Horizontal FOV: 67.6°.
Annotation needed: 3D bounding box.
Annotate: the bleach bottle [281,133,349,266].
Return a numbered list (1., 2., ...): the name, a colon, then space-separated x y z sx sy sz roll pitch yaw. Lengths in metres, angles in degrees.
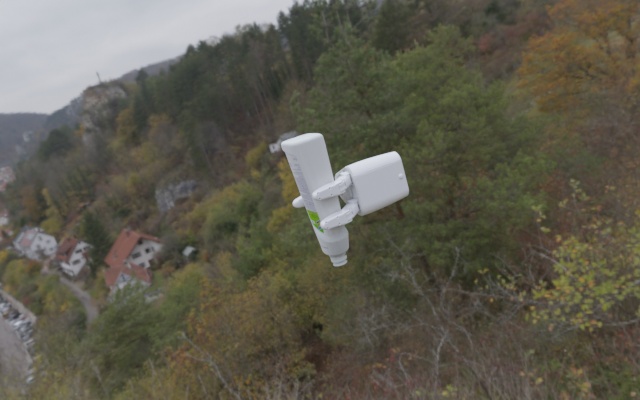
1. bleach bottle: 0.000 0.003 0.897 0.068 0.251 0.102 -21 15 -15
